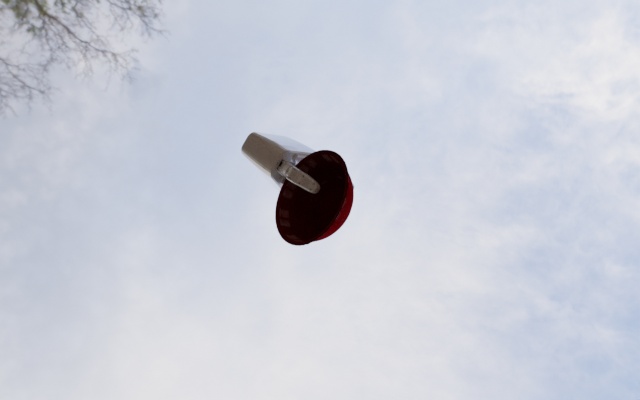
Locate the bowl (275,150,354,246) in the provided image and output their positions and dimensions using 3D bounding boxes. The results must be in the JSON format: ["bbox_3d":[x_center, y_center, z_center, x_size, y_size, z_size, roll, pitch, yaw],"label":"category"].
[{"bbox_3d":[0.001,0.003,0.766,0.055,0.162,0.162,27,-18,-39],"label":"bowl"}]
